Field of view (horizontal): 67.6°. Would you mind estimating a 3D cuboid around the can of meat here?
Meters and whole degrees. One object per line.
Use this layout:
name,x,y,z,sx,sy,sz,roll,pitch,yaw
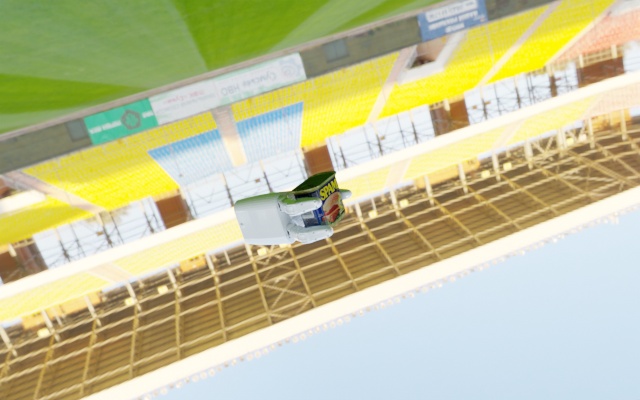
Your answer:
can of meat,0.000,0.003,0.867,0.057,0.084,0.102,-8,18,30
